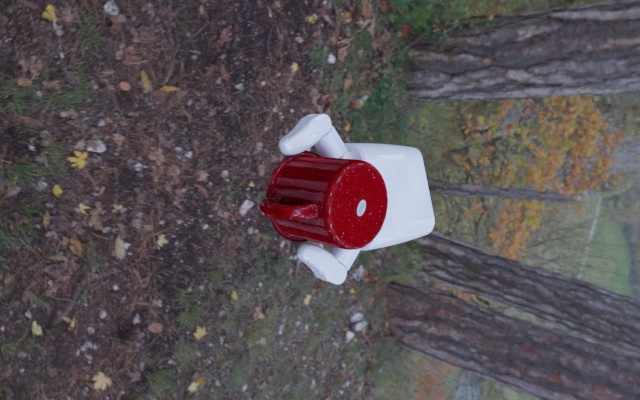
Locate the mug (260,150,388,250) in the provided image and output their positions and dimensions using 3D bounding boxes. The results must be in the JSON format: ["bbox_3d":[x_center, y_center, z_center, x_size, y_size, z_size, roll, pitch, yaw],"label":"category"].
[{"bbox_3d":[-0.001,0.002,0.442,0.117,0.093,0.081,-6,10,-42],"label":"mug"}]
